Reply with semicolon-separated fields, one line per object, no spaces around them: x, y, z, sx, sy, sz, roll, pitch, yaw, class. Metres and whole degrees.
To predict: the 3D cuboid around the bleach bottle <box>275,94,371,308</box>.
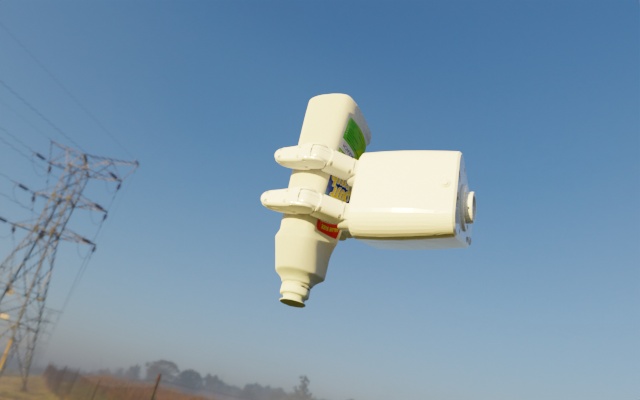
0.000;0.002;0.556;0.068;0.250;0.103;0;-30;25;bleach bottle
